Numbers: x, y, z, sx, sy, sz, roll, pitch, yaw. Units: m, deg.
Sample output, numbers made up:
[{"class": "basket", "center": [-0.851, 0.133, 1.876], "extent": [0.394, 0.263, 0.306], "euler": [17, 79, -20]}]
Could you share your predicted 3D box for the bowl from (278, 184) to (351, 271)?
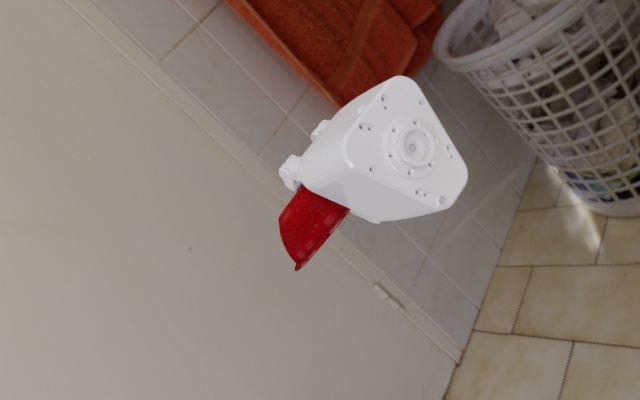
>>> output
[{"class": "bowl", "center": [-0.001, 0.002, 0.555], "extent": [0.055, 0.162, 0.162], "euler": [38, -1, -1]}]
